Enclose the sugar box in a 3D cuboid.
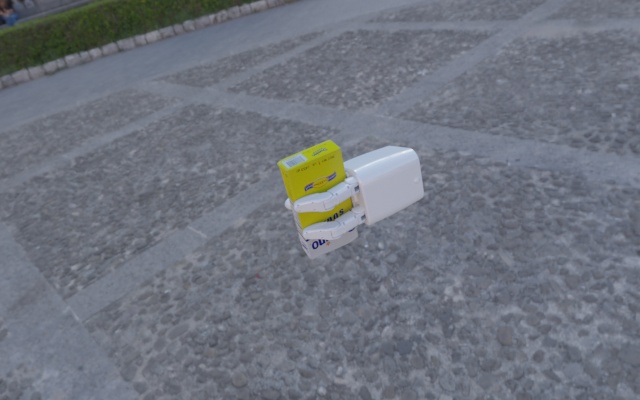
[{"bbox_3d":[0.000,0.003,0.758,0.093,0.176,0.048,-24,33,-13],"label":"sugar box"}]
